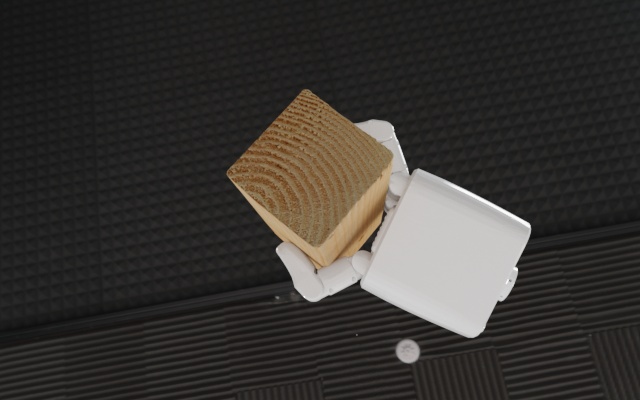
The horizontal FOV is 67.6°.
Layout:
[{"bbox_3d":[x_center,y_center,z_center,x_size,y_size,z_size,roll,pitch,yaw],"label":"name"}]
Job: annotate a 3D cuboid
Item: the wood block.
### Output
[{"bbox_3d":[0.000,0.002,0.439,0.090,0.091,0.206,39,-9,13],"label":"wood block"}]
